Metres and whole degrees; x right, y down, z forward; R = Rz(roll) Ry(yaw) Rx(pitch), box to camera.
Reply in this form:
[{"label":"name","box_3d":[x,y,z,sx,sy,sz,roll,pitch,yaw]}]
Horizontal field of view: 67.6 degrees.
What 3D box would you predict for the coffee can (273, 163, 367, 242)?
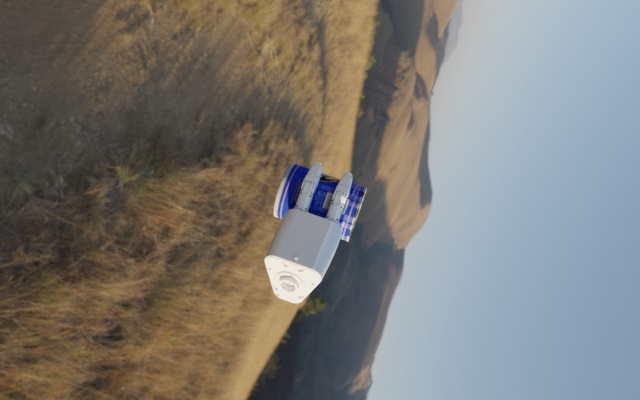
[{"label":"coffee can","box_3d":[0.000,0.003,0.850,0.140,0.103,0.103,19,2,6]}]
